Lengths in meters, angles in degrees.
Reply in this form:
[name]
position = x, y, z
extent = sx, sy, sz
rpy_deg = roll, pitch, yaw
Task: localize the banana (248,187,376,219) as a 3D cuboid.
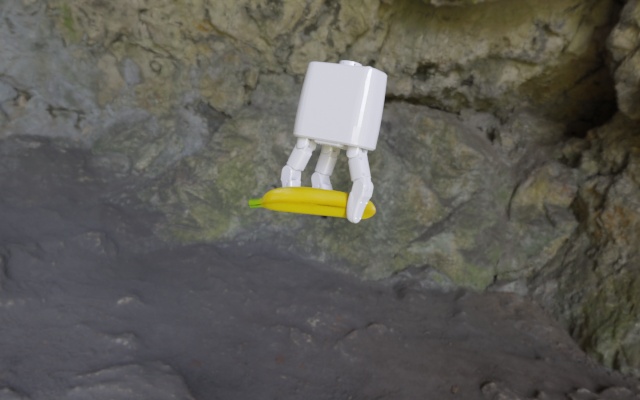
[banana]
position = 0.005, 0.003, 0.667
extent = 0.198, 0.037, 0.069
rpy_deg = 6, 0, -24
